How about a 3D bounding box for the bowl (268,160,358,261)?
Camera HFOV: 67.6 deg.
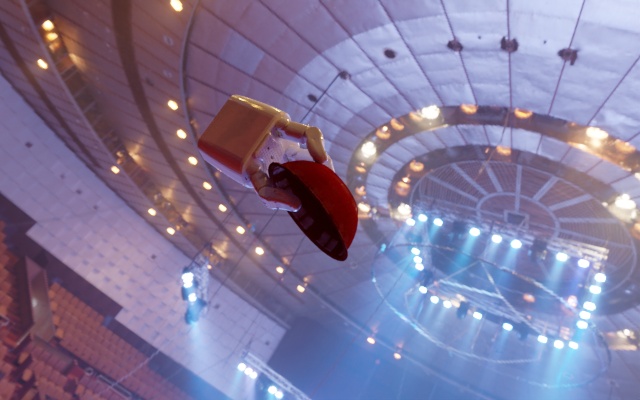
[{"bbox_3d":[0.001,0.003,0.640,0.055,0.162,0.162,-37,12,-17],"label":"bowl"}]
